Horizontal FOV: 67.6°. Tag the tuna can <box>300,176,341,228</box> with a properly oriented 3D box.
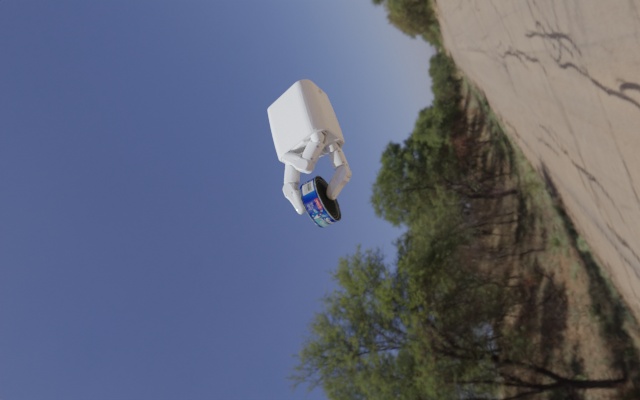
[{"bbox_3d":[0.000,0.003,0.819,0.034,0.086,0.086,-27,-9,17],"label":"tuna can"}]
